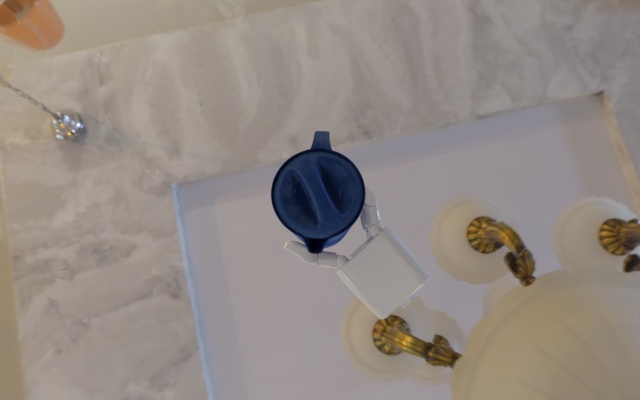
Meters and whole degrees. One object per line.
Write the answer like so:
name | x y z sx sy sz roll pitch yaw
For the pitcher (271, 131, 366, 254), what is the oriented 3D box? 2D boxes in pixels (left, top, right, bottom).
pitcher | 0.000 0.003 0.783 0.149 0.145 0.243 -43 -9 -7
